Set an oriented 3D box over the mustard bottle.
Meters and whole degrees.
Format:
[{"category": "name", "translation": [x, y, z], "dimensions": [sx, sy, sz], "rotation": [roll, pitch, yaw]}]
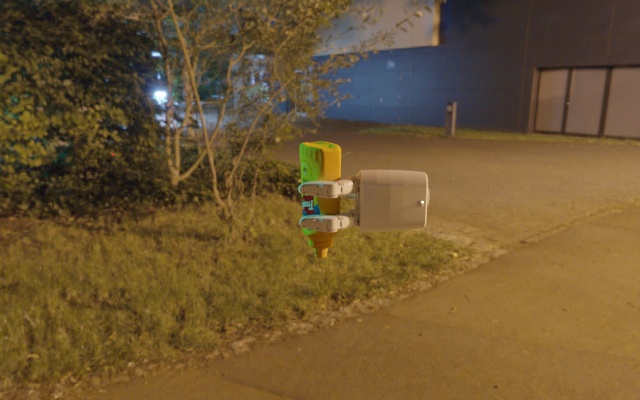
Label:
[{"category": "mustard bottle", "translation": [0.000, 0.002, 0.787], "dimensions": [0.058, 0.192, 0.096], "rotation": [-8, 16, -24]}]
